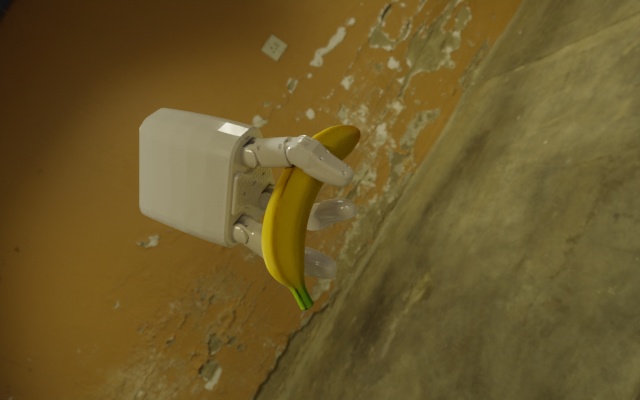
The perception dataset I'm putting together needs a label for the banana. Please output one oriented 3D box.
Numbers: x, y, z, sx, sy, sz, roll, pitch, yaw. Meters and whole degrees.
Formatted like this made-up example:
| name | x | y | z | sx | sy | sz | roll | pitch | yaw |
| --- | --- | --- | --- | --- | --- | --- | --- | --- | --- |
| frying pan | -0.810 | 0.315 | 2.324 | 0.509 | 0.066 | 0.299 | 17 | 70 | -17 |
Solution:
| name | x | y | z | sx | sy | sz | roll | pitch | yaw |
| --- | --- | --- | --- | --- | --- | --- | --- | --- | --- |
| banana | -0.011 | -0.006 | 0.437 | 0.037 | 0.197 | 0.070 | -4 | -35 | 37 |
